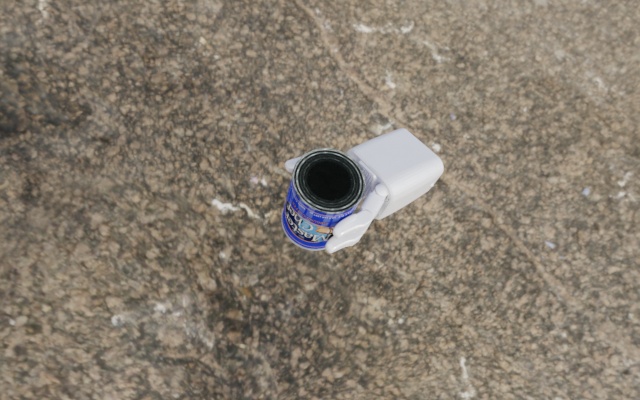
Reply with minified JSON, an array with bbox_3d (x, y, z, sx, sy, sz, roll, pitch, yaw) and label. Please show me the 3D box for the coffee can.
[{"bbox_3d":[0.000,0.002,0.709,0.103,0.102,0.140,0,-26,-11],"label":"coffee can"}]
